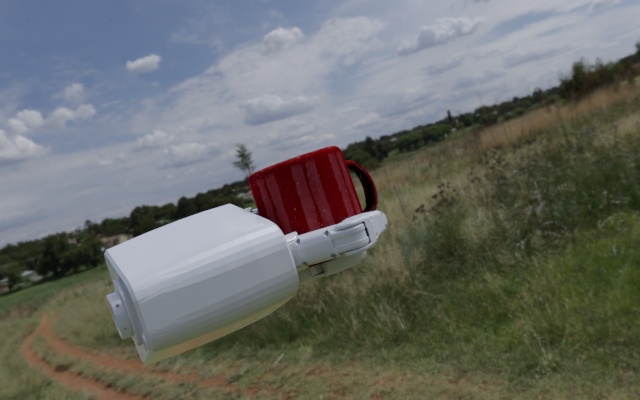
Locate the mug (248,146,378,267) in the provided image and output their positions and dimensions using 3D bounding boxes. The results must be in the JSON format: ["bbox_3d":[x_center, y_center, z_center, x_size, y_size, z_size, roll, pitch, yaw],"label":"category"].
[{"bbox_3d":[0.001,0.001,0.401,0.117,0.081,0.093,-21,3,-30],"label":"mug"}]
